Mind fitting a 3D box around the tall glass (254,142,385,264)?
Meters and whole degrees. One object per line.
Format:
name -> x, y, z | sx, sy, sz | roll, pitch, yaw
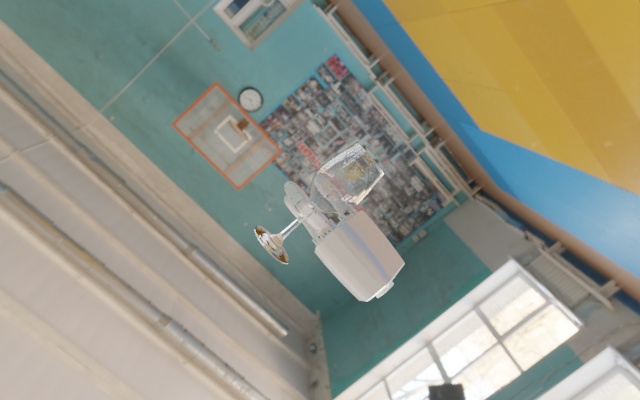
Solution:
tall glass -> -0.001, 0.003, 0.706 | 0.201, 0.079, 0.079 | -42, -7, 8
